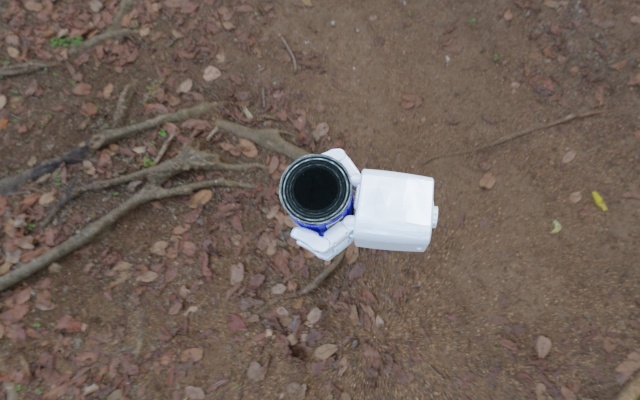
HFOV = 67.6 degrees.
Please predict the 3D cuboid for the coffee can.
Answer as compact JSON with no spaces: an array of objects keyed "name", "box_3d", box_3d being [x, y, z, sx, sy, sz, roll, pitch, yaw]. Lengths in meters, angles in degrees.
[{"name":"coffee can","box_3d":[0.000,0.002,0.722,0.103,0.102,0.140,0,-16,6]}]
